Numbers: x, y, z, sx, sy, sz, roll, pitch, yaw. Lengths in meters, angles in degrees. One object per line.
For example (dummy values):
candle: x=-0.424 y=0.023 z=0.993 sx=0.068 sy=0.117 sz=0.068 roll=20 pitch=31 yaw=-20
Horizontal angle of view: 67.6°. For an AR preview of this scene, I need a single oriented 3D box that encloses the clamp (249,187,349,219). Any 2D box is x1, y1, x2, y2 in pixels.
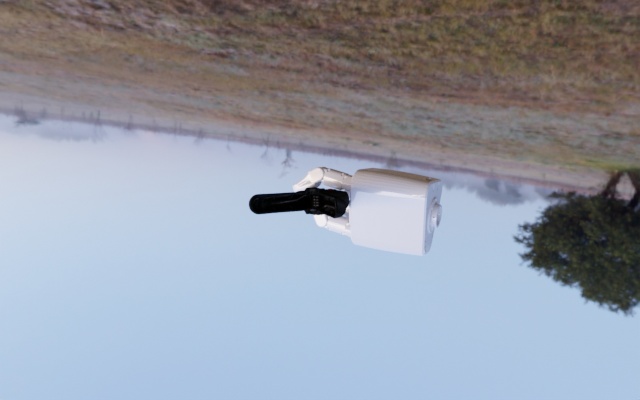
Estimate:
clamp: x=0.000 y=0.003 z=0.625 sx=0.120 sy=0.039 sz=0.171 roll=10 pitch=10 yaw=26
